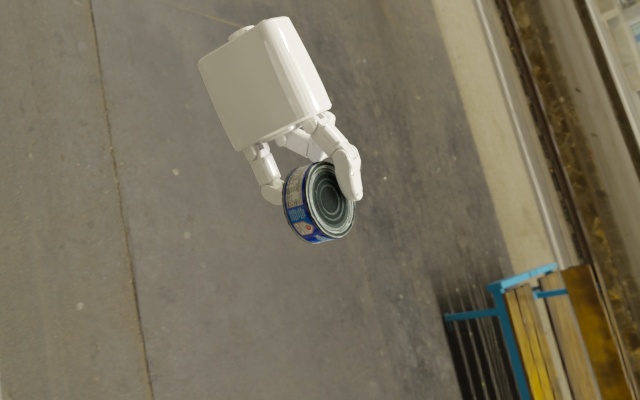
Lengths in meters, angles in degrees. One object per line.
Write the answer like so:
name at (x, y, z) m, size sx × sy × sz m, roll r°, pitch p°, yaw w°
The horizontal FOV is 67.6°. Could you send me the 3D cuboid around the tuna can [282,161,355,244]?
tuna can at (0.001, 0.002, 0.510) m, size 0.034 × 0.086 × 0.086 m, roll -15°, pitch -9°, yaw 38°
